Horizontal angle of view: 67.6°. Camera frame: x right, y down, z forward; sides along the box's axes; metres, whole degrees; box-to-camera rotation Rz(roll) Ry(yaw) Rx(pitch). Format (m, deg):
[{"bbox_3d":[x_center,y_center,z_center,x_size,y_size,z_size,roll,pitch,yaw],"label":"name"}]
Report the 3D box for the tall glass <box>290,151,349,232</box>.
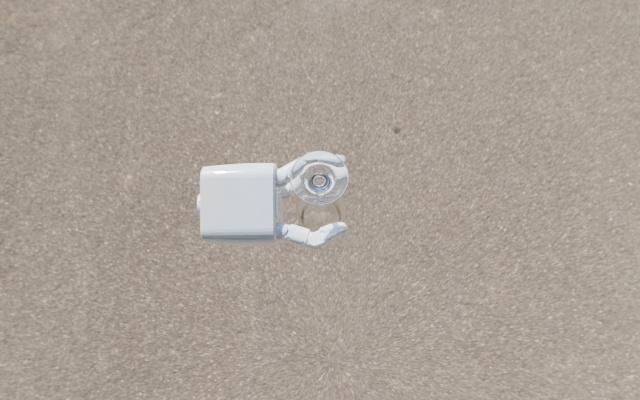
[{"bbox_3d":[0.000,0.002,0.694,0.079,0.079,0.201,0,-18,1],"label":"tall glass"}]
